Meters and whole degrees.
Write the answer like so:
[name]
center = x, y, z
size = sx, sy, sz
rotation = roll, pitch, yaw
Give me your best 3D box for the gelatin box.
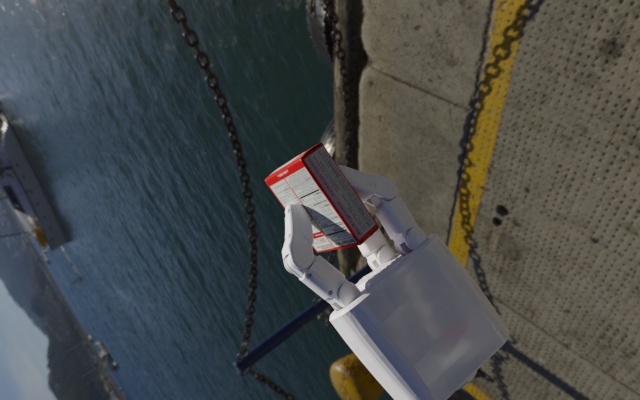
[gelatin box]
center = 0.000, 0.001, 0.419
size = 0.030, 0.089, 0.073
rotation = -41, 10, -30
